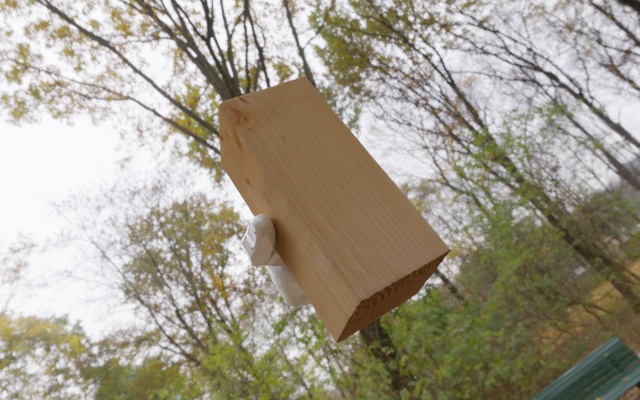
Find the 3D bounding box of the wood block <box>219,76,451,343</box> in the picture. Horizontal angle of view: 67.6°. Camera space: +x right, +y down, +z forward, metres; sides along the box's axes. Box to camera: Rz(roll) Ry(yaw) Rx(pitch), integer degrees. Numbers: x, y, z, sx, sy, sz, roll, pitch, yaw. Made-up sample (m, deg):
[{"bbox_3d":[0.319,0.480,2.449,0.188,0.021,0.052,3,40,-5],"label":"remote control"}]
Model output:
[{"bbox_3d":[0.000,0.002,0.414,0.091,0.206,0.090,-25,-26,-25],"label":"wood block"}]
